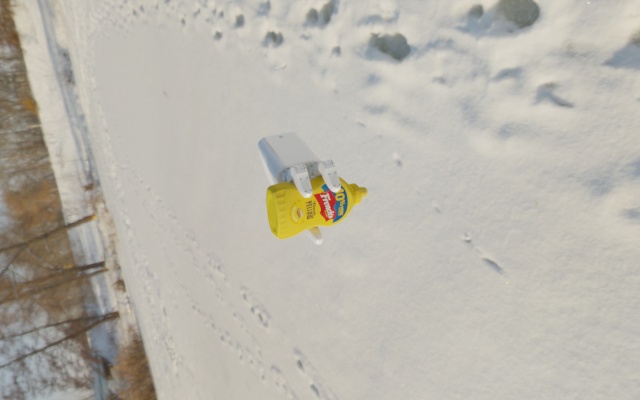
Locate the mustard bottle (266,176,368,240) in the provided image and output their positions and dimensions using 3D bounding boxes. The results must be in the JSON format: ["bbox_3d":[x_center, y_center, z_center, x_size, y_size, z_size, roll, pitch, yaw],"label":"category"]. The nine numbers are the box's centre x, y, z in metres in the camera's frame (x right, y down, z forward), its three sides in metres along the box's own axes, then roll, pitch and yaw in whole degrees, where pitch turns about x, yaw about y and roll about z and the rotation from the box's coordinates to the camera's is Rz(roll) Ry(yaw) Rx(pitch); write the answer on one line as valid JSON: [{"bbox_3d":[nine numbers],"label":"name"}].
[{"bbox_3d":[0.000,0.003,0.863,0.191,0.096,0.058,-13,21,-25],"label":"mustard bottle"}]
